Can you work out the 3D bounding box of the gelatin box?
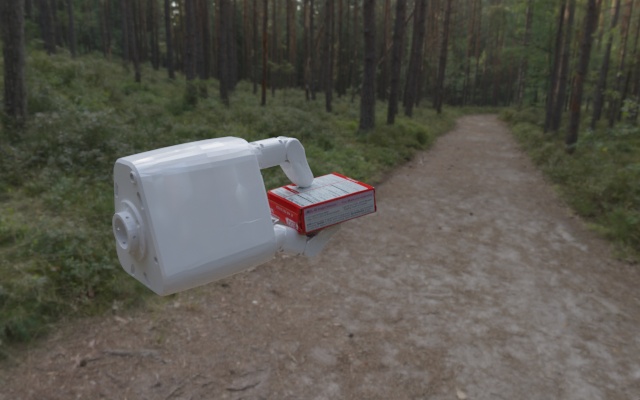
[{"bbox_3d":[0.000,0.001,0.487,0.089,0.030,0.073,-17,22,-28],"label":"gelatin box"}]
